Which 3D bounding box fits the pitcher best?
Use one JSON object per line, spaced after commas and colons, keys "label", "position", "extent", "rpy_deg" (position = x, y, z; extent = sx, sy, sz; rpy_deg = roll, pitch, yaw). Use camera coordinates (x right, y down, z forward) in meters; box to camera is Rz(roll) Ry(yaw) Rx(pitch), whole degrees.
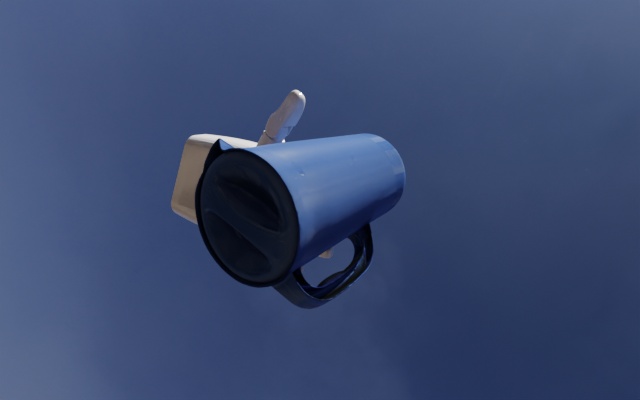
{"label": "pitcher", "position": [0.000, 0.002, 0.526], "extent": [0.145, 0.149, 0.243], "rpy_deg": [17, 22, 33]}
